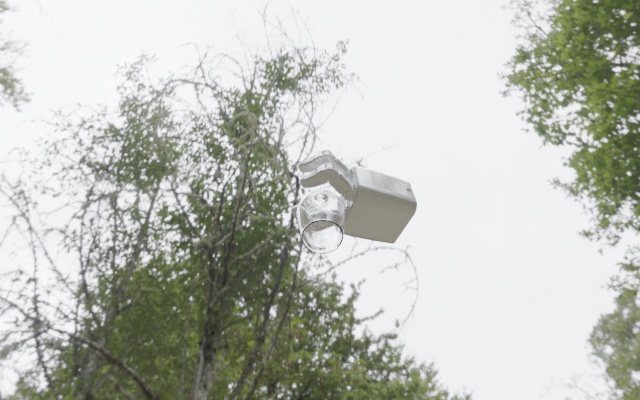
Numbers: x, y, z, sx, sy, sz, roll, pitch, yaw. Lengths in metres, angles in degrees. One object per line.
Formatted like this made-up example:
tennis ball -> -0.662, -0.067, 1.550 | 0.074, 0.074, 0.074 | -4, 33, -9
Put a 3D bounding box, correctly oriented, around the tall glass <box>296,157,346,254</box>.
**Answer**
tall glass -> 0.000, 0.002, 0.782 | 0.079, 0.079, 0.201 | 0, 31, -2
